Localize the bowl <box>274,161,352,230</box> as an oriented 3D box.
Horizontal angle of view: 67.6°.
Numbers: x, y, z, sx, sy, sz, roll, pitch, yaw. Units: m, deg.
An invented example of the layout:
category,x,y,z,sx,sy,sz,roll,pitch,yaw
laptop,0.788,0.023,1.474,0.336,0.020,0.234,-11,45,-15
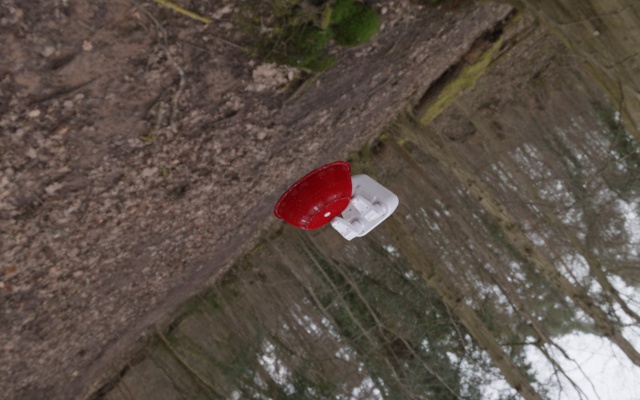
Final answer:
category,x,y,z,sx,sy,sz,roll,pitch,yaw
bowl,0.000,0.003,0.840,0.162,0.055,0.162,-30,-19,-12
